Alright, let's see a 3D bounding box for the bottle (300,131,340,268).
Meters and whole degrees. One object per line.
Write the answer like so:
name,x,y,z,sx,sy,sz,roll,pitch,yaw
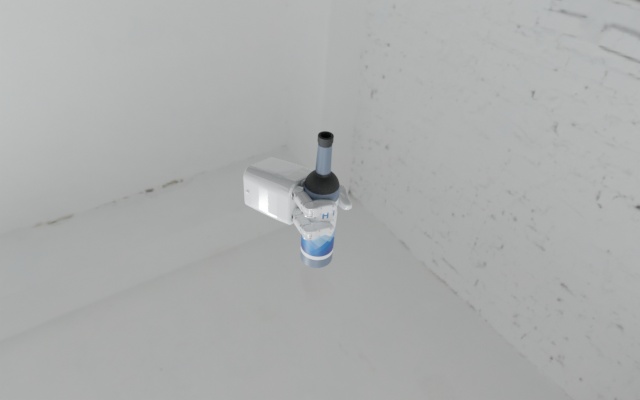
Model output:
bottle,0.000,0.003,0.899,0.069,0.296,0.069,3,40,-2
